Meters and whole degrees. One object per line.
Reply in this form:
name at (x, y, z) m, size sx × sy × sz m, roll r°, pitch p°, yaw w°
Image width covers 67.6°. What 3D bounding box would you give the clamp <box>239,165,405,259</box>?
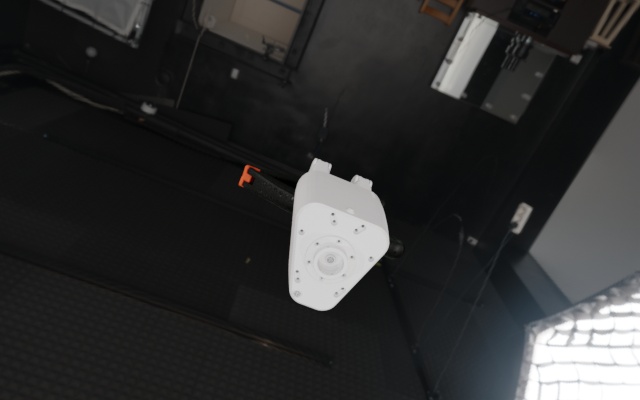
clamp at (-0.001, 0.003, 0.619) m, size 0.210 × 0.036 × 0.164 m, roll 22°, pitch 14°, yaw -7°
